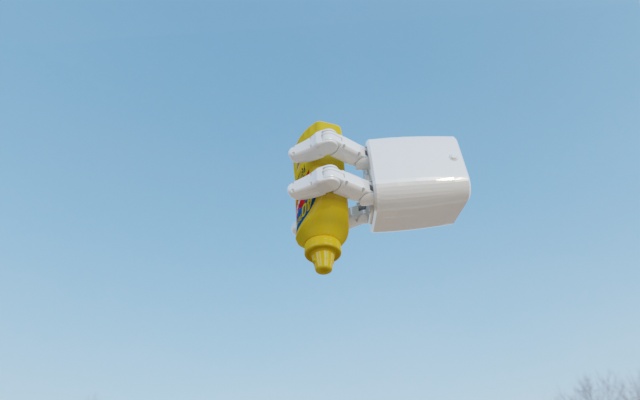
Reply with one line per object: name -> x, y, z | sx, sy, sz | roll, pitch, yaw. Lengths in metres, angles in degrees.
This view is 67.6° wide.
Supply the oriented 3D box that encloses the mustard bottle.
mustard bottle -> 0.000, 0.002, 0.569 | 0.058, 0.191, 0.096 | 12, -42, -18
